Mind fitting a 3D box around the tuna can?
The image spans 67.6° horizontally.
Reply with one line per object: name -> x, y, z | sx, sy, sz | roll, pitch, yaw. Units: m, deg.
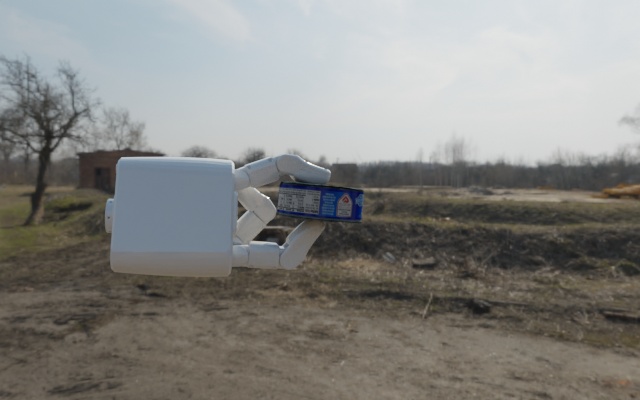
tuna can -> 0.000, 0.001, 0.474 | 0.086, 0.034, 0.086 | 6, 1, 0
